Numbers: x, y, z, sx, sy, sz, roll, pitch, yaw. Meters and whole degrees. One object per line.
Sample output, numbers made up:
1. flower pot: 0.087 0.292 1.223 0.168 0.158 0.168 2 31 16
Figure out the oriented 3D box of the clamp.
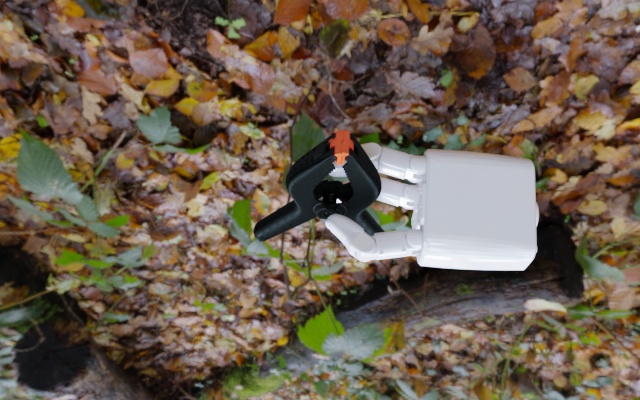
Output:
1. clamp: 0.000 0.002 0.503 0.164 0.036 0.210 2 -31 3
